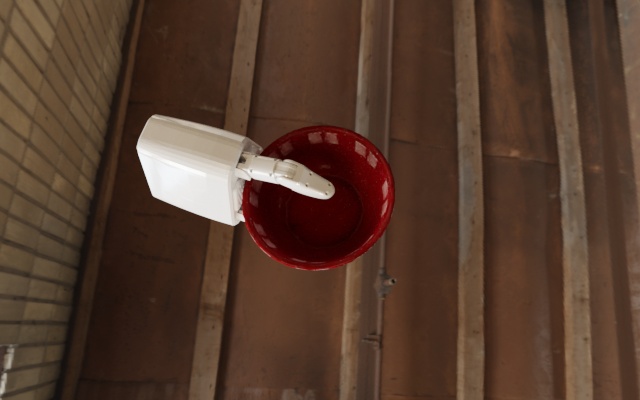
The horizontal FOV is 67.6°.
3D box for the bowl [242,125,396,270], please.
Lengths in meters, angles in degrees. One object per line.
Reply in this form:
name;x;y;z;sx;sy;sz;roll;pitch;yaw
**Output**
bowl;0.001;0.002;0.518;0.162;0.162;0.055;0;-21;9
